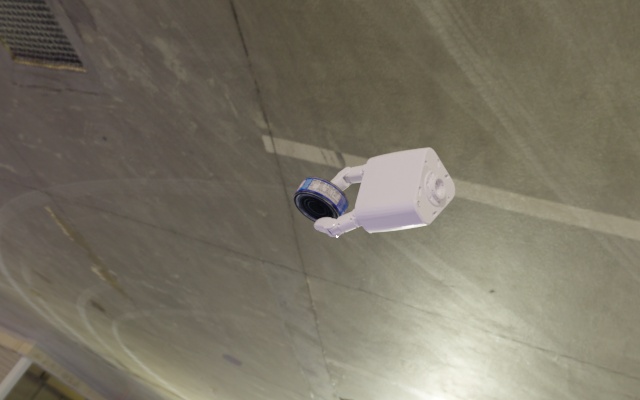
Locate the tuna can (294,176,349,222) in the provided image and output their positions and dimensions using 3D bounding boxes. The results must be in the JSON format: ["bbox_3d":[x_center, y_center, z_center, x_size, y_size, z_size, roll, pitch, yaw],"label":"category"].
[{"bbox_3d":[0.000,0.003,0.770,0.086,0.033,0.086,23,-31,15],"label":"tuna can"}]
